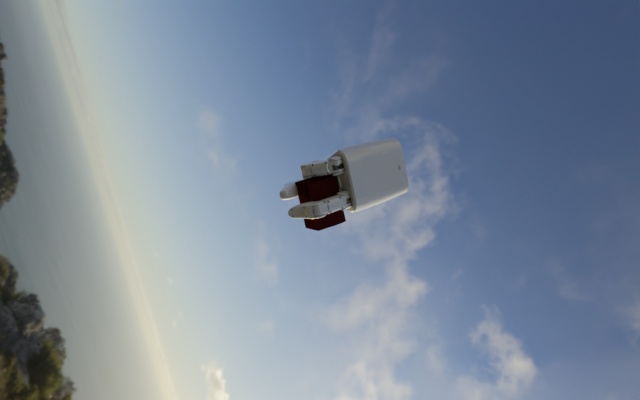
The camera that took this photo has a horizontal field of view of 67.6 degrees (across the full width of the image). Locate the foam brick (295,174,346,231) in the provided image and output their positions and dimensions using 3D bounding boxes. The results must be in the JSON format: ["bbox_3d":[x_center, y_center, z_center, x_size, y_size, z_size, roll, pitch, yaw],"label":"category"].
[{"bbox_3d":[0.000,0.003,0.751,0.051,0.078,0.053,-17,12,-23],"label":"foam brick"}]
